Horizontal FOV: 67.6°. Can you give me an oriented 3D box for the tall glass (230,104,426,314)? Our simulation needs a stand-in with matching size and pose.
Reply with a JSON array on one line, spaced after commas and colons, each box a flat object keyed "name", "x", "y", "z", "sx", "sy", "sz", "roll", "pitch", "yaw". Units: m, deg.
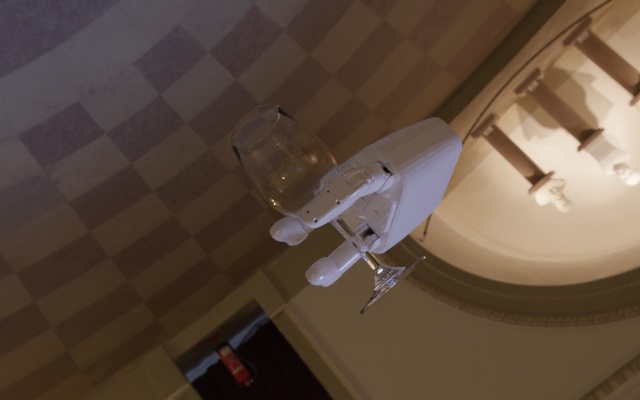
[{"name": "tall glass", "x": 0.000, "y": 0.002, "z": 0.437, "sx": 0.079, "sy": 0.201, "sz": 0.079, "roll": -38, "pitch": -15, "yaw": -12}]
